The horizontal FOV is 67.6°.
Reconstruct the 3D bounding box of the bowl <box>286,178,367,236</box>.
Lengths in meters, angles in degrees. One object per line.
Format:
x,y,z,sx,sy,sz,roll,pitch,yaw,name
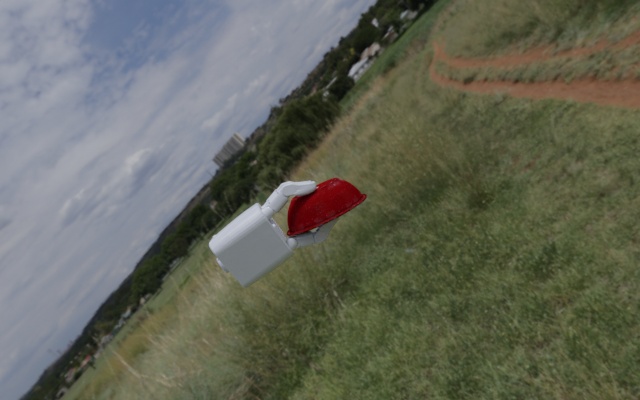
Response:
0.001,0.002,0.859,0.162,0.055,0.162,-25,6,3,bowl
